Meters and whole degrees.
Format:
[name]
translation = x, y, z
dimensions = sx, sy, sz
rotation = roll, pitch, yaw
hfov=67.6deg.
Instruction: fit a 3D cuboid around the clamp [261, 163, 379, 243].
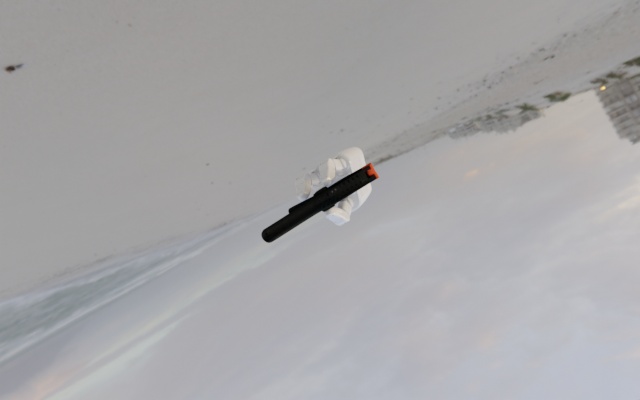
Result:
[clamp]
translation = 0.001, 0.003, 0.810
dimensions = 0.210, 0.036, 0.164
rotation = -29, 6, 25
